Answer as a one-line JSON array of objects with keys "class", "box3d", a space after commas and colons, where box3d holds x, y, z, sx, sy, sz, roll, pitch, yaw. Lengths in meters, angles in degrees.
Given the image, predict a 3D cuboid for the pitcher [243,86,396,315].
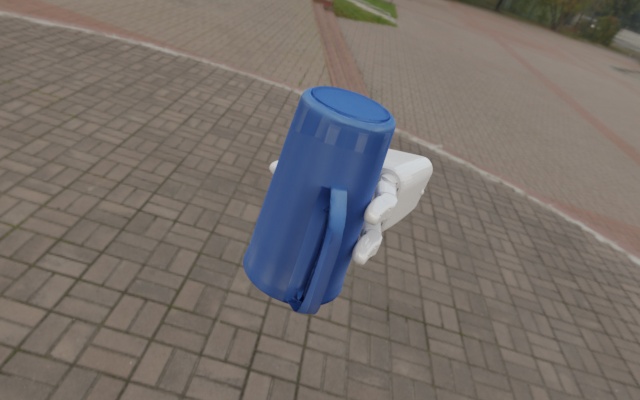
[{"class": "pitcher", "box3d": [0.000, 0.002, 0.559, 0.149, 0.243, 0.145, 34, 32, 26]}]
